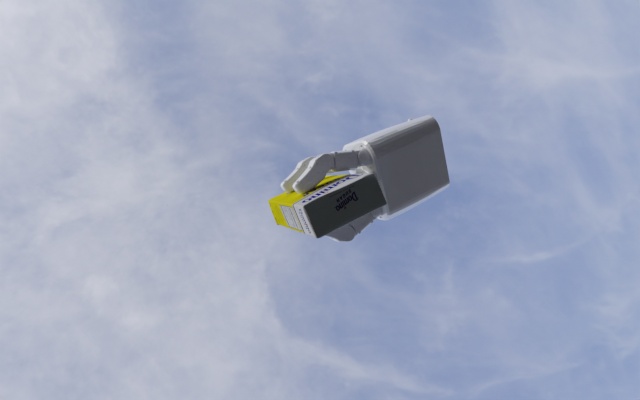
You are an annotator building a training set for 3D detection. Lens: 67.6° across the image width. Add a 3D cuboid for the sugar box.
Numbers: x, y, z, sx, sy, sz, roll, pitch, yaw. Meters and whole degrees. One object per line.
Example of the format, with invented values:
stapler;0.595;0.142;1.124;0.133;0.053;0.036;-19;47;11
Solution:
sugar box;0.000;0.001;0.593;0.093;0.048;0.176;-25;7;-17
